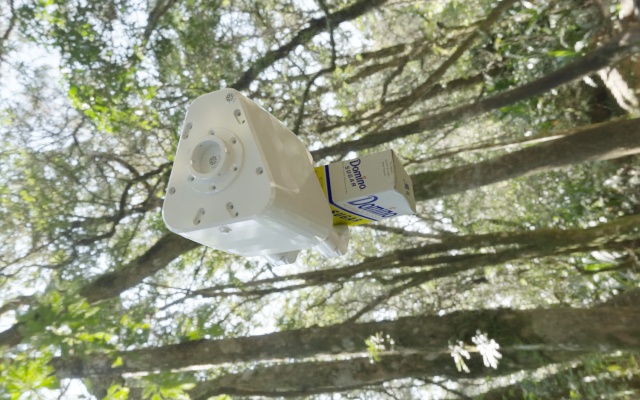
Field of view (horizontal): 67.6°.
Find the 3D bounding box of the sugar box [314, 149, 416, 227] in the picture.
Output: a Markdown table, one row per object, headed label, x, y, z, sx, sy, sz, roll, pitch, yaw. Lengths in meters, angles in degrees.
| label | x | y | z | sx | sy | sz | roll | pitch | yaw |
| --- | --- | --- | --- | --- | --- | --- | --- | --- | --- |
| sugar box | 0.000 | 0.002 | 0.480 | 0.176 | 0.048 | 0.093 | -10 | -19 | 19 |
